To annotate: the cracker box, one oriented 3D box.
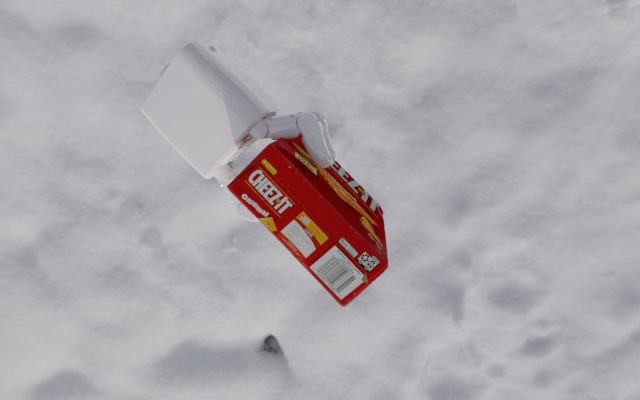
[{"bbox_3d":[0.000,0.002,0.546,0.072,0.164,0.213,-43,5,13],"label":"cracker box"}]
